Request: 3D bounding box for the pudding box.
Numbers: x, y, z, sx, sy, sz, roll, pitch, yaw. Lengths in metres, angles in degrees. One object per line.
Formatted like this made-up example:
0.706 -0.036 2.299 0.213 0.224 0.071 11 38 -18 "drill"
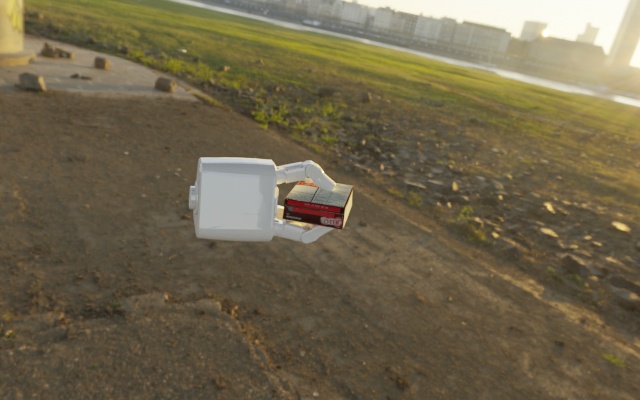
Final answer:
0.000 0.002 0.723 0.090 0.039 0.113 10 22 8 "pudding box"
